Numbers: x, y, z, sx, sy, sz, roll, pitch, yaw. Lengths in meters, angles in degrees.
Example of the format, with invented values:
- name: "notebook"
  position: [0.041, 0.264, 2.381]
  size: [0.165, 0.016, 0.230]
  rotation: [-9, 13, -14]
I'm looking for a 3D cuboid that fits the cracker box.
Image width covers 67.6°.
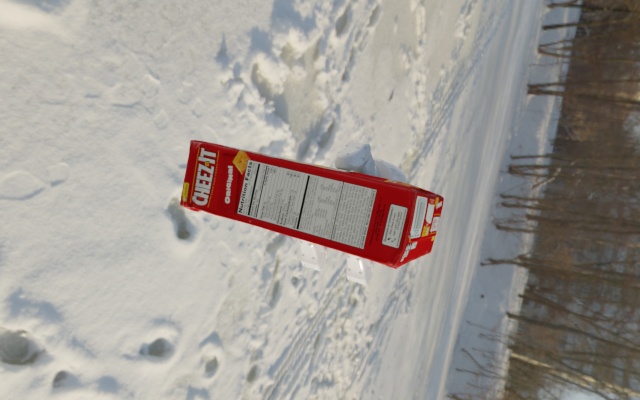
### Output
- name: "cracker box"
  position: [0.000, 0.001, 0.471]
  size: [0.213, 0.072, 0.164]
  rotation: [14, 4, 21]
